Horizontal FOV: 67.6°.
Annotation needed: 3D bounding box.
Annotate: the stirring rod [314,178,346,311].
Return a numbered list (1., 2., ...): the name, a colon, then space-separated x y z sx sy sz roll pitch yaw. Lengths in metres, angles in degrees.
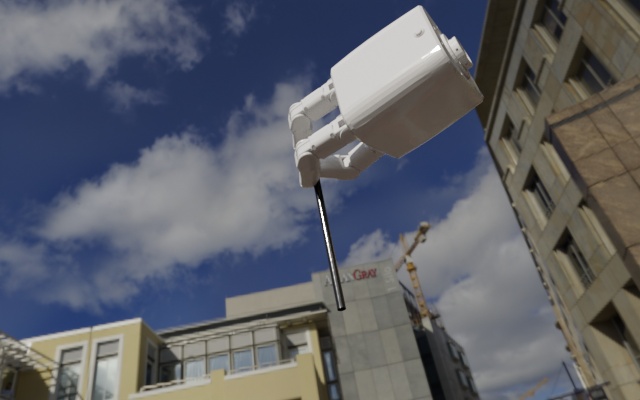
1. stirring rod: 0.000 0.002 0.494 0.011 0.239 0.011 -7 -37 -5
